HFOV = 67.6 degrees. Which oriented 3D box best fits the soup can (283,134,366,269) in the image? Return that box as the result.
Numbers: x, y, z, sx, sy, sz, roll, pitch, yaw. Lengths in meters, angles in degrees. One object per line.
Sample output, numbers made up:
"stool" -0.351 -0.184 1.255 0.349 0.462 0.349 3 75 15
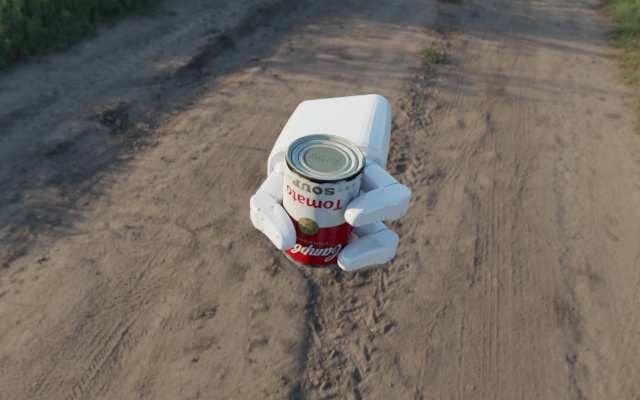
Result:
"soup can" 0.000 0.001 0.421 0.068 0.102 0.068 4 41 -3
